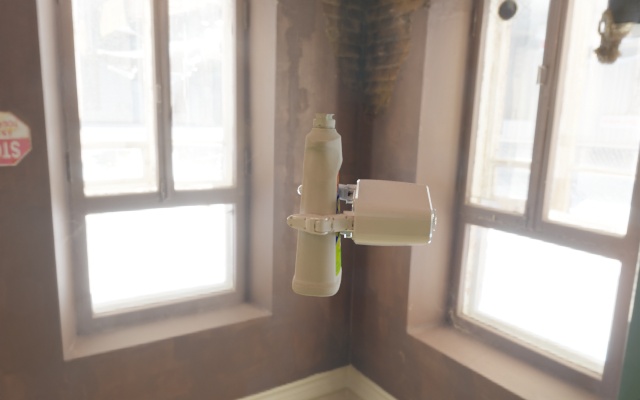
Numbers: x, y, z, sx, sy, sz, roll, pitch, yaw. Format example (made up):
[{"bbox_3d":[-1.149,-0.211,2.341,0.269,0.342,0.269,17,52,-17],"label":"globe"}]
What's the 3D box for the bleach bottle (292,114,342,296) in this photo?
[{"bbox_3d":[0.000,0.002,0.689,0.068,0.251,0.102,3,11,7],"label":"bleach bottle"}]
